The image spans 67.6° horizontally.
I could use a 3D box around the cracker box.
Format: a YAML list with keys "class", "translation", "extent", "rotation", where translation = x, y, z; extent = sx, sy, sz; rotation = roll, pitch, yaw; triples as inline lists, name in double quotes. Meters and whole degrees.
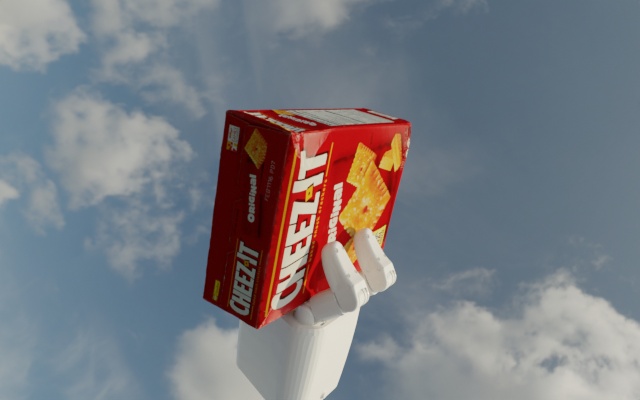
- class: "cracker box"
  translation: [0.000, 0.001, 0.447]
  extent: [0.072, 0.164, 0.213]
  rotation: [21, 21, 29]
